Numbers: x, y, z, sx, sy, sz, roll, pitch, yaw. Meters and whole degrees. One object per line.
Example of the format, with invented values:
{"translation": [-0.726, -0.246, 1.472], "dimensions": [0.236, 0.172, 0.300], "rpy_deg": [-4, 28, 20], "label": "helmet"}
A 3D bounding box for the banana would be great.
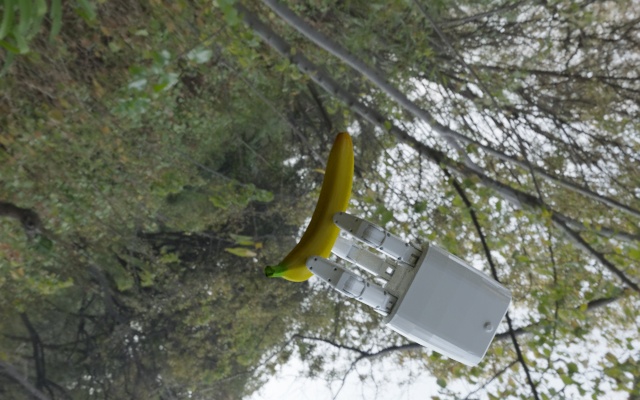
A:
{"translation": [0.003, 0.015, 0.537], "dimensions": [0.037, 0.197, 0.070], "rpy_deg": [12, -30, 24], "label": "banana"}
